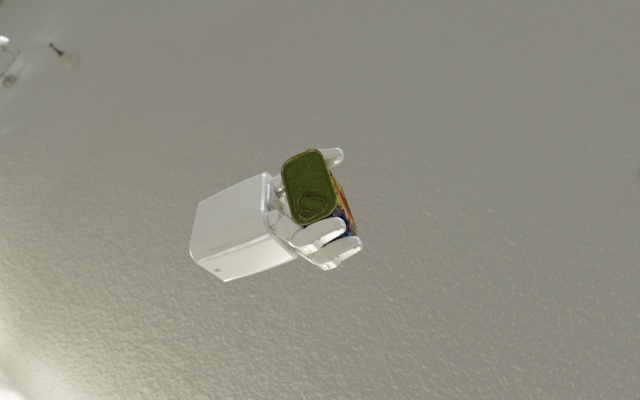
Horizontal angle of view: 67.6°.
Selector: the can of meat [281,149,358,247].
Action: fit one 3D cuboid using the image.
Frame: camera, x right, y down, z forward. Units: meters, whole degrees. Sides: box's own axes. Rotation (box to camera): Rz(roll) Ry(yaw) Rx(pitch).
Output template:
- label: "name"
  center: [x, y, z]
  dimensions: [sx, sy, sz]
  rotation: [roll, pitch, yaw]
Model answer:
- label: "can of meat"
  center: [0.000, 0.002, 0.590]
  dimensions: [0.057, 0.102, 0.084]
  rotation: [-25, -37, 10]
